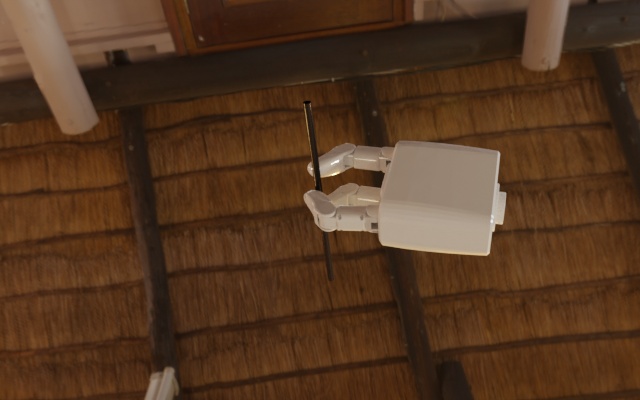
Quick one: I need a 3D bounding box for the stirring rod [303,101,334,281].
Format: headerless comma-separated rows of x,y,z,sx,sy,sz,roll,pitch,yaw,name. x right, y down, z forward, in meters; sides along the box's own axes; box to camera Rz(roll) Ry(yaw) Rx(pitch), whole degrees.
0.000,0.002,0.534,0.011,0.240,0.011,-5,35,4,stirring rod
